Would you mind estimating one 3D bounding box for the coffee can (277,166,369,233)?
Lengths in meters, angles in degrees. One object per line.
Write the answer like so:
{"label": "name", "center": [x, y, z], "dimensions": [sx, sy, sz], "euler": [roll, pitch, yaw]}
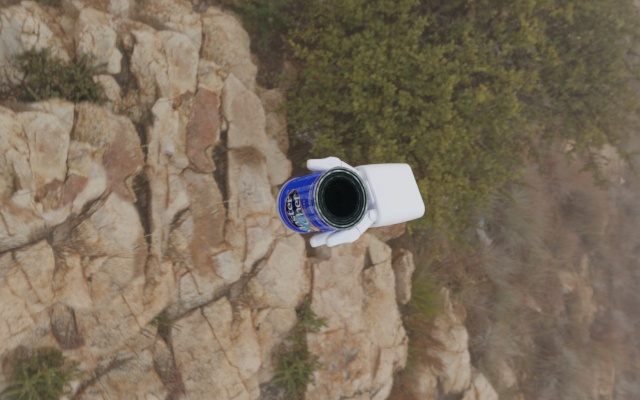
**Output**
{"label": "coffee can", "center": [0.000, 0.003, 0.814], "dimensions": [0.103, 0.103, 0.140], "euler": [0, -5, -29]}
